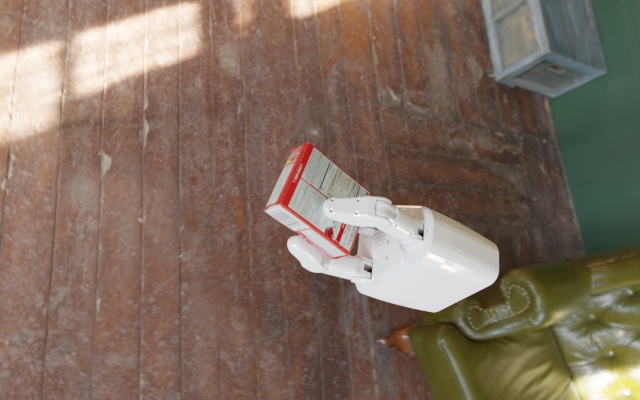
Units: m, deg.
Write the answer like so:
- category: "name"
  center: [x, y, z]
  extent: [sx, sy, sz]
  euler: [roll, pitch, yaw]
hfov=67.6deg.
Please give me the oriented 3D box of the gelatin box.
- category: "gelatin box"
  center: [0.000, 0.001, 0.446]
  extent: [0.089, 0.073, 0.030]
  euler: [38, -33, -25]
